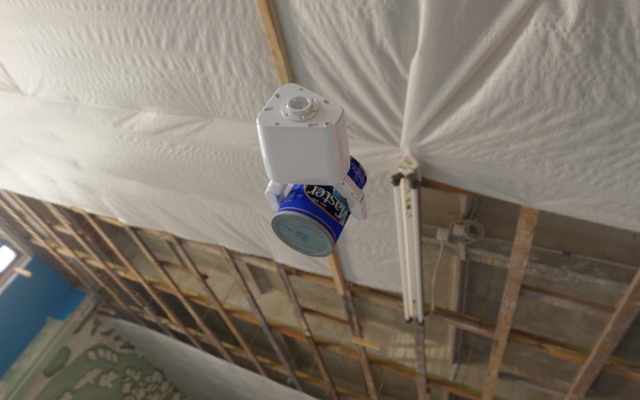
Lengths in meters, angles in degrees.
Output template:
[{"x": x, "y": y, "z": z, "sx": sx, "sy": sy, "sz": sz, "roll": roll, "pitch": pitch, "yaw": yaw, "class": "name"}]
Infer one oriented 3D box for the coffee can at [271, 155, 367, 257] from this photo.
[{"x": 0.000, "y": 0.003, "z": 0.744, "sx": 0.103, "sy": 0.140, "sz": 0.103, "roll": 20, "pitch": -34, "yaw": 14, "class": "coffee can"}]
